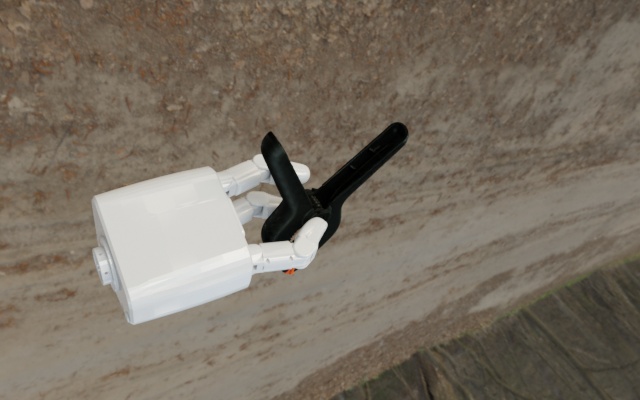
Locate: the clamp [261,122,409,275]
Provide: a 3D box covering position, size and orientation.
[{"bbox_3d":[0.000,0.003,0.500,0.164,0.036,0.210,-14,-37,-29],"label":"clamp"}]
